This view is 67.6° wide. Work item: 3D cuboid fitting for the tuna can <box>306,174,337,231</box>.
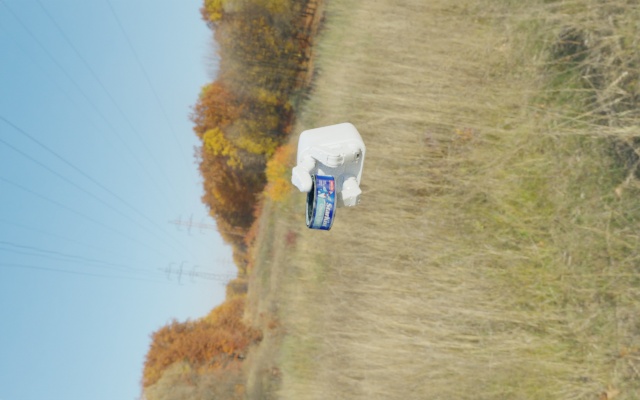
[{"bbox_3d":[0.000,0.002,0.728,0.034,0.086,0.086,6,-1,-10],"label":"tuna can"}]
